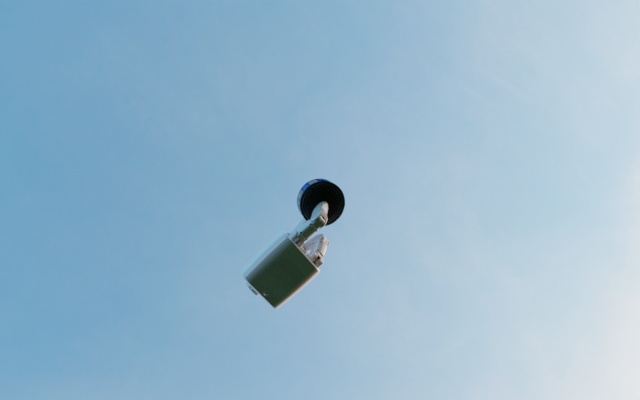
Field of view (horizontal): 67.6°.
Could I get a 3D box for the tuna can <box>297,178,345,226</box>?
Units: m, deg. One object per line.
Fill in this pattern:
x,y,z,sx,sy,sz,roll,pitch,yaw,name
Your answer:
0.000,0.003,0.887,0.086,0.086,0.033,0,13,-16,tuna can
